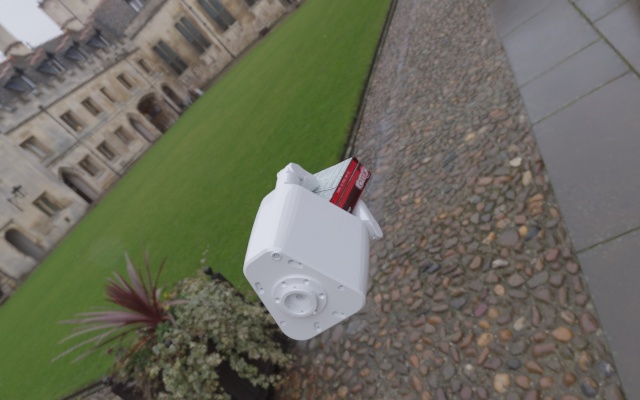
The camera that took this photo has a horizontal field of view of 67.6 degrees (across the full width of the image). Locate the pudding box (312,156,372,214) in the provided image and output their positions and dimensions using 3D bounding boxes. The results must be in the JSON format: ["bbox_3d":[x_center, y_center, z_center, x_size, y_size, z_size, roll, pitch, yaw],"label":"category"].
[{"bbox_3d":[0.000,0.002,0.584,0.039,0.090,0.113,46,-37,-21],"label":"pudding box"}]
